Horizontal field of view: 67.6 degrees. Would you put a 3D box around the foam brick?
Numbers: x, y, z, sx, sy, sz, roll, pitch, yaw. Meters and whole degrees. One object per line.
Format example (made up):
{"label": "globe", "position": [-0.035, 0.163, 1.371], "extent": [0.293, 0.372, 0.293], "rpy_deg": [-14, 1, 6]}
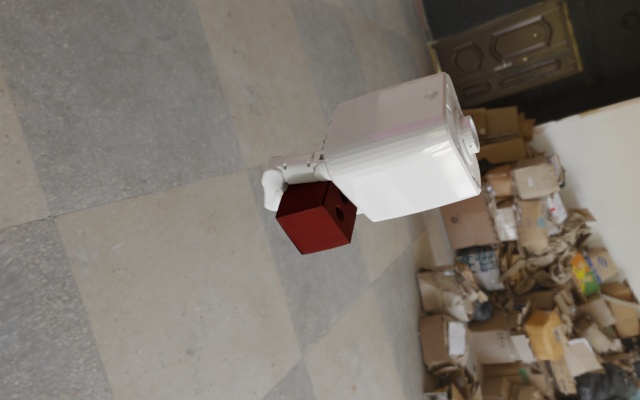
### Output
{"label": "foam brick", "position": [0.000, 0.002, 0.444], "extent": [0.051, 0.078, 0.053], "rpy_deg": [-14, -51, 27]}
